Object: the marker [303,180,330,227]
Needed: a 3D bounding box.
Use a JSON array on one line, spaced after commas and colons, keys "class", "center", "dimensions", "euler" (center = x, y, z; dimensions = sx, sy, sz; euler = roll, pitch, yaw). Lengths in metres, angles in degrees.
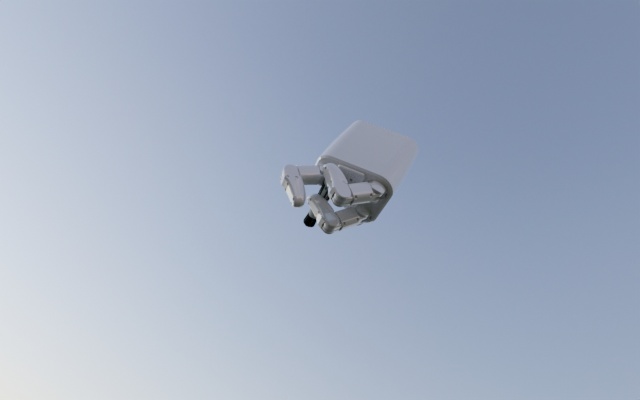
[{"class": "marker", "center": [0.000, 0.002, 0.670], "dimensions": [0.020, 0.020, 0.121], "euler": [0, -34, -21]}]
